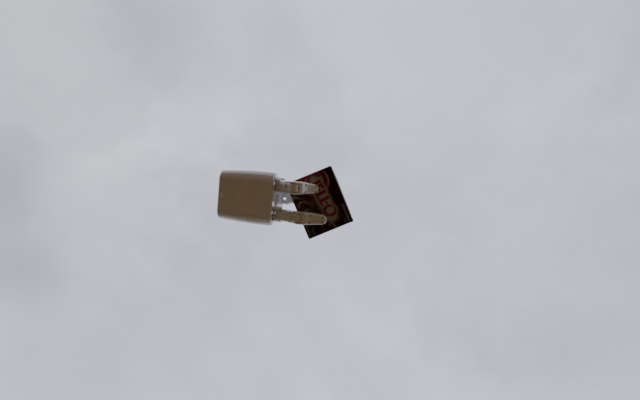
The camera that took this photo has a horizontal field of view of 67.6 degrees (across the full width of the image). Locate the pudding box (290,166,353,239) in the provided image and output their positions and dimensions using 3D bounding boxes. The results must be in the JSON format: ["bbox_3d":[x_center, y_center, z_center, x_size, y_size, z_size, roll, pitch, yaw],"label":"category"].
[{"bbox_3d":[0.000,0.003,0.892,0.090,0.113,0.039,-23,2,8],"label":"pudding box"}]
